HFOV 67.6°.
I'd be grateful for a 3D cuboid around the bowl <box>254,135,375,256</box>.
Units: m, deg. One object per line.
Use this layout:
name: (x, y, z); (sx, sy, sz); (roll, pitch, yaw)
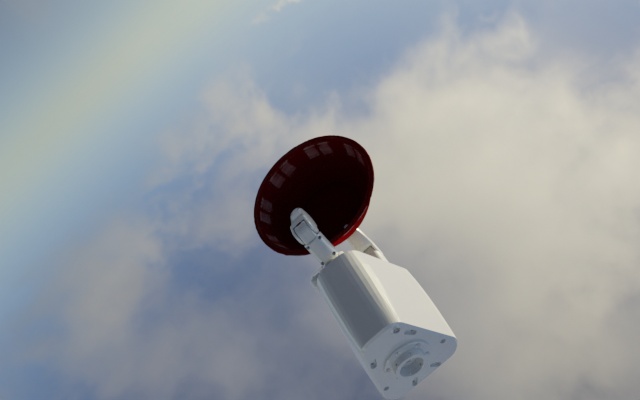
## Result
bowl: (0.000, 0.001, 0.581); (0.162, 0.162, 0.055); (0, -28, 32)
